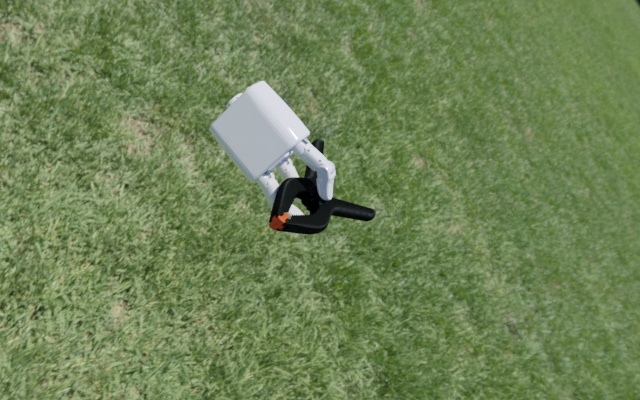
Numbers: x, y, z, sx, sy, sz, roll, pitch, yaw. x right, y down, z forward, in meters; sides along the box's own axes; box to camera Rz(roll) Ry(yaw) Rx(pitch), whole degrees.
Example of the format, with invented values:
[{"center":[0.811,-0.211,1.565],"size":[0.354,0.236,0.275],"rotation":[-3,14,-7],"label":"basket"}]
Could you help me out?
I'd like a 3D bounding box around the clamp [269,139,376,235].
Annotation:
[{"center":[0.000,0.002,0.742],"size":[0.036,0.164,0.210],"rotation":[-40,3,39],"label":"clamp"}]
